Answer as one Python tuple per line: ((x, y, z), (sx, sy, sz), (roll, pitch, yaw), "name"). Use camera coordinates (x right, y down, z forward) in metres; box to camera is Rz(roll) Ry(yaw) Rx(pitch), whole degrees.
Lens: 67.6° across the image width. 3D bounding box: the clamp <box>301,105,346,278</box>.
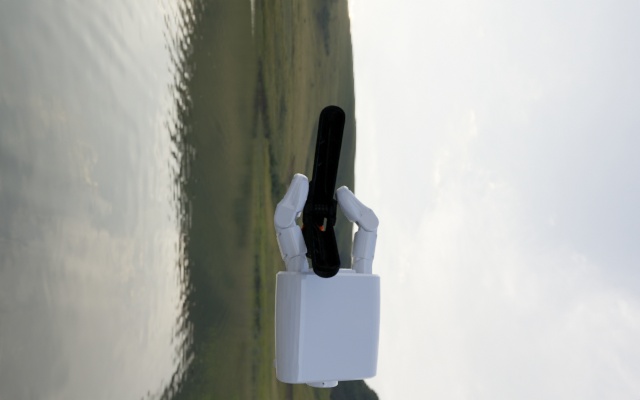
((0.001, 0.002, 0.524), (0.036, 0.164, 0.210), (5, -9, -5), "clamp")
